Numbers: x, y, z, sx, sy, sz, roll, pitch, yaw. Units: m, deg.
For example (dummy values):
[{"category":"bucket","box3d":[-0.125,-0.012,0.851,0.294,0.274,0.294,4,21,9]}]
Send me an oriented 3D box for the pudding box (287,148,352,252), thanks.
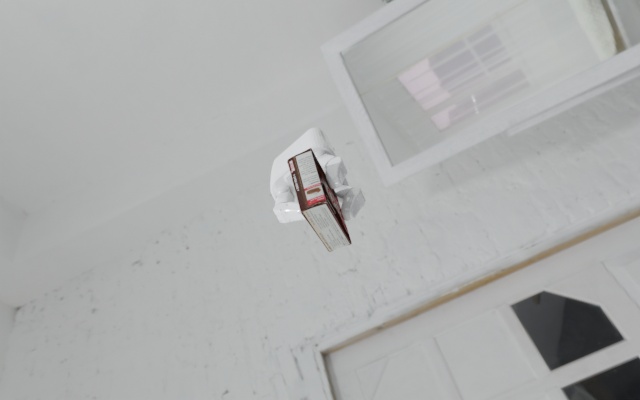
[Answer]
[{"category":"pudding box","box3d":[0.000,0.002,0.621,0.039,0.090,0.114,-24,-37,8]}]
